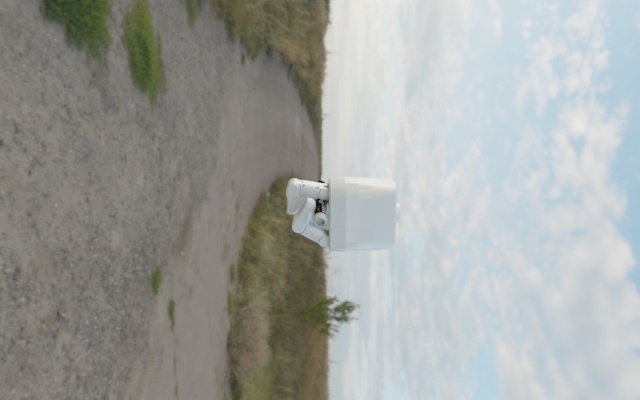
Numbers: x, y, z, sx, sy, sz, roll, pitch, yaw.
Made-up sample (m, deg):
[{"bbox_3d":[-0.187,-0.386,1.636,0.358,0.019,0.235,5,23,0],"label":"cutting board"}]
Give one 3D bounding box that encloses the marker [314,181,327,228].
[{"bbox_3d":[0.000,0.002,0.761,0.020,0.020,0.121,0,31,0],"label":"marker"}]
